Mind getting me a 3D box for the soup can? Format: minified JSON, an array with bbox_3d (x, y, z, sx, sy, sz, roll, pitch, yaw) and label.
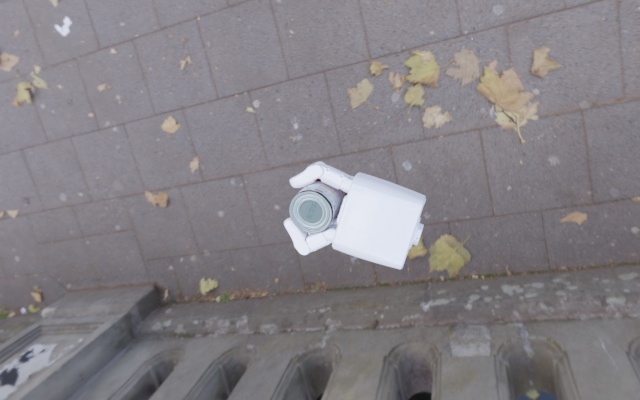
[{"bbox_3d":[0.000,0.002,0.728,0.068,0.068,0.102,0,18,17],"label":"soup can"}]
